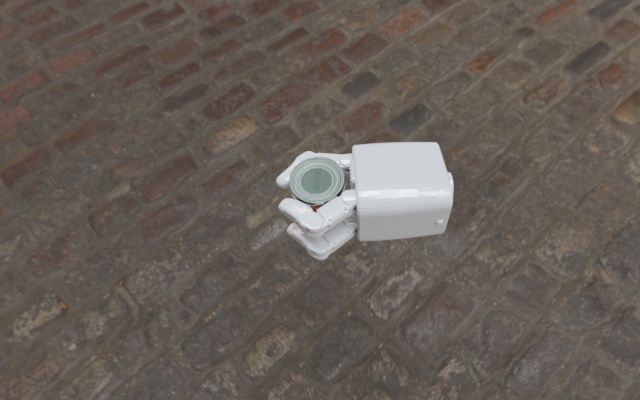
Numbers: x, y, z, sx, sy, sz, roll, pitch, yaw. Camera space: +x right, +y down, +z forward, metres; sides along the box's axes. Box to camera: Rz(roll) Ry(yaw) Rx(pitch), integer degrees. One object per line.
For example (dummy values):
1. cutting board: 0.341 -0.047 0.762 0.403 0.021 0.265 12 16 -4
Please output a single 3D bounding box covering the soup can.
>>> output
1. soup can: 0.000 0.002 0.590 0.068 0.068 0.102 0 -31 6
